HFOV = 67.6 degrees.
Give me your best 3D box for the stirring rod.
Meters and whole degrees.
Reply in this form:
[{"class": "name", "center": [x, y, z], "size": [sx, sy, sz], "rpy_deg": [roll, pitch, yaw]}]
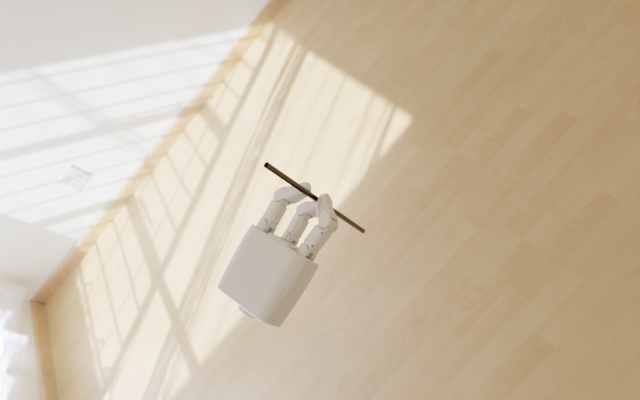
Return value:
[{"class": "stirring rod", "center": [0.000, 0.002, 0.696], "size": [0.011, 0.011, 0.240], "rpy_deg": [0, -24, 39]}]
